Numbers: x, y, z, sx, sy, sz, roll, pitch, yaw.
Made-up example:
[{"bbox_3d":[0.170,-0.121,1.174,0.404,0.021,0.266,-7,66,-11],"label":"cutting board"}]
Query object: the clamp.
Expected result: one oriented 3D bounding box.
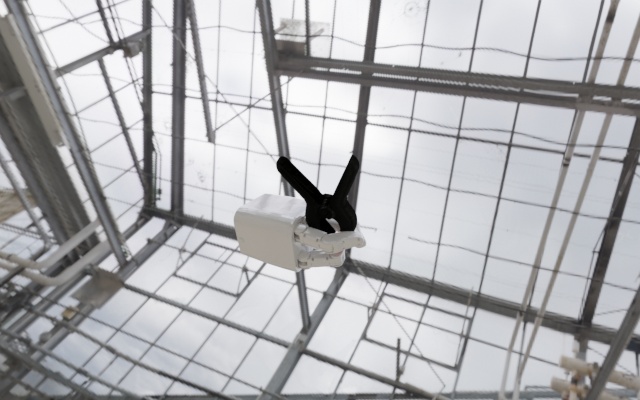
[{"bbox_3d":[0.000,0.002,0.693,0.120,0.172,0.039,12,39,22],"label":"clamp"}]
